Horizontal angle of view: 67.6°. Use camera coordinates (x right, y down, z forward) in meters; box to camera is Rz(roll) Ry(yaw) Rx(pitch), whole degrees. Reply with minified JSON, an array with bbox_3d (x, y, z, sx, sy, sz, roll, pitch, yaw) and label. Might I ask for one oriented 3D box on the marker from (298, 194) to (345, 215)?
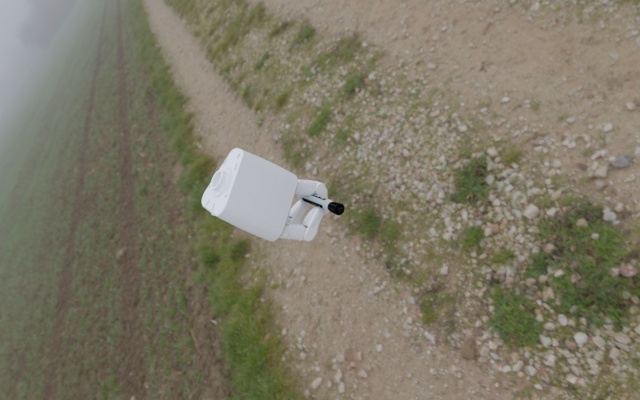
[{"bbox_3d":[0.000,0.003,0.767,0.020,0.020,0.121,0,12,-32],"label":"marker"}]
